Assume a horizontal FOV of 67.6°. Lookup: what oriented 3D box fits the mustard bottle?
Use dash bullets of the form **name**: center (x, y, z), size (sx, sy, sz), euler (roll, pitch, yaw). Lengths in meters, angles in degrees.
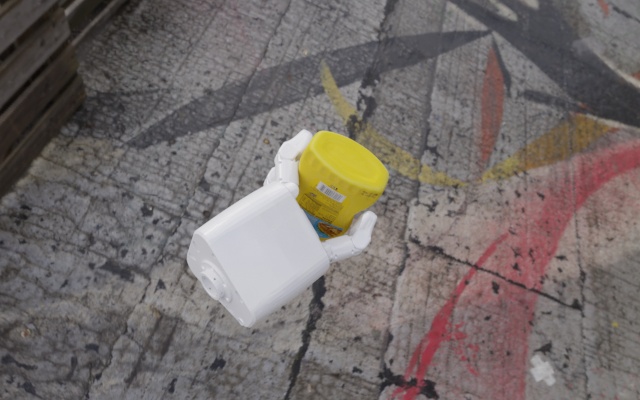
- **mustard bottle**: center (0.000, 0.002, 0.585), size (0.096, 0.058, 0.192), euler (30, -36, -4)
